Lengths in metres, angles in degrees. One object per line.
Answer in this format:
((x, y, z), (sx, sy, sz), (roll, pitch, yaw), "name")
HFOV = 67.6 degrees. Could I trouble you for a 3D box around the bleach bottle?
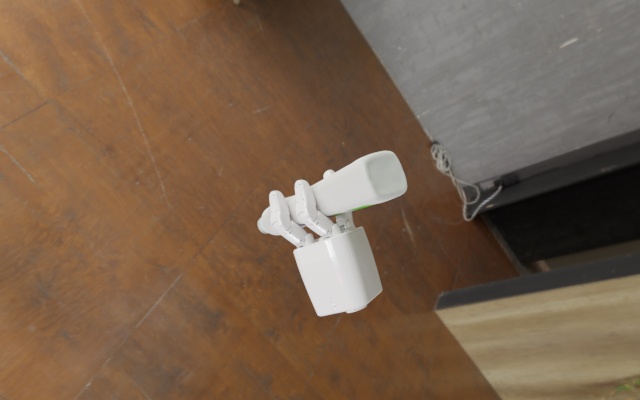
((0.000, 0.002, 0.725), (0.251, 0.068, 0.102), (-23, -4, 40), "bleach bottle")
